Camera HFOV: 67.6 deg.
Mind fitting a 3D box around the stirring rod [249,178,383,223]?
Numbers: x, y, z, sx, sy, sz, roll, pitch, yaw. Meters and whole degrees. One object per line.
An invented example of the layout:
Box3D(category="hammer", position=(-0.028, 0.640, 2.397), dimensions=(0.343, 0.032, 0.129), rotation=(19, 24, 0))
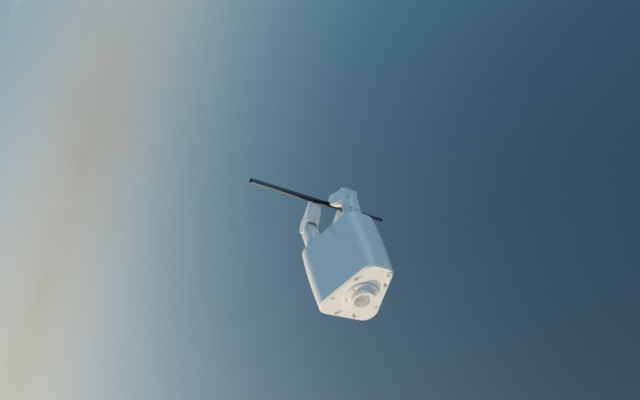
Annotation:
Box3D(category="stirring rod", position=(0.000, 0.003, 0.754), dimensions=(0.239, 0.011, 0.011), rotation=(17, -8, -27))
